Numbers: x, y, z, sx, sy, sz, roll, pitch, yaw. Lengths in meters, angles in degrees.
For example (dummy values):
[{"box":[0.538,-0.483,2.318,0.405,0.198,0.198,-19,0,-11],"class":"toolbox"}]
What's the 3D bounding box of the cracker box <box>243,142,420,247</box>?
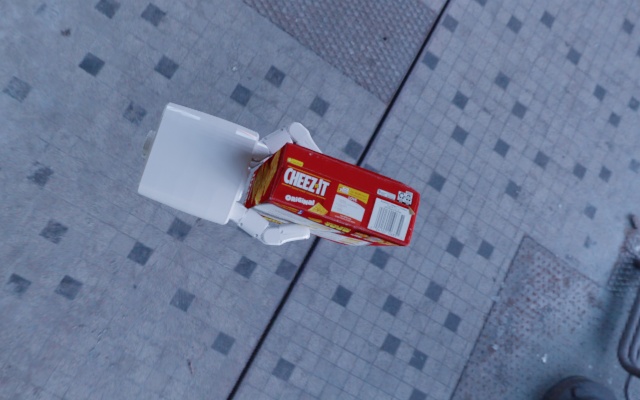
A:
[{"box":[0.000,0.002,0.597,0.164,0.072,0.214,19,-9,-15],"class":"cracker box"}]
